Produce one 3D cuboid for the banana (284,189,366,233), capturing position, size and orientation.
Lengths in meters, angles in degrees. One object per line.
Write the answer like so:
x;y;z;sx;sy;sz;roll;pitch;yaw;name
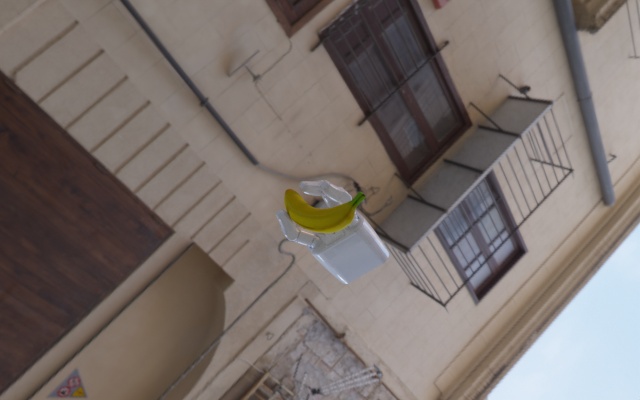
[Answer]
-0.007;0.017;0.767;0.198;0.069;0.037;6;-33;50;banana
